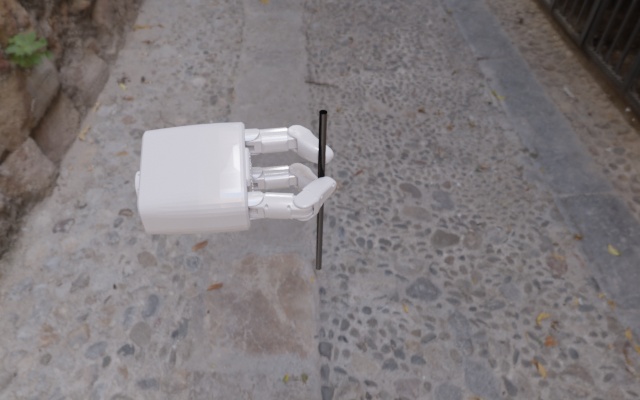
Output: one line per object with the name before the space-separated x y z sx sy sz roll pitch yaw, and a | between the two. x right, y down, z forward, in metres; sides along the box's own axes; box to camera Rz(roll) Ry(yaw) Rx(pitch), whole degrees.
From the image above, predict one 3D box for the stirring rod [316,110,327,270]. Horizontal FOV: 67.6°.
stirring rod | 0.000 0.002 0.538 0.011 0.240 0.011 1 45 -1
